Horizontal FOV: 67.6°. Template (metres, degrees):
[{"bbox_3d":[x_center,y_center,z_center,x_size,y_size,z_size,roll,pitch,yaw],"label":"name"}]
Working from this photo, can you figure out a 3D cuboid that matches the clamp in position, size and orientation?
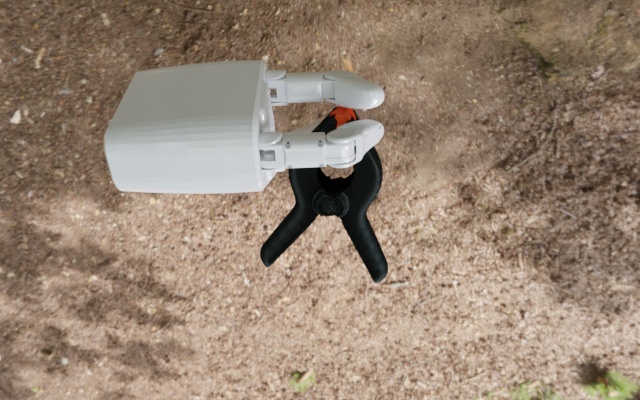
[{"bbox_3d":[0.000,0.002,0.416,0.120,0.172,0.039,-2,28,1],"label":"clamp"}]
